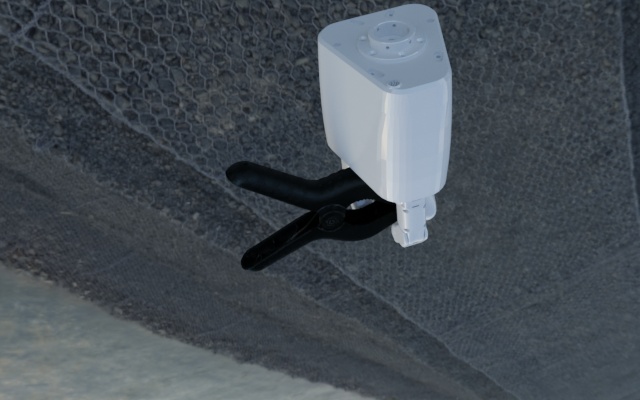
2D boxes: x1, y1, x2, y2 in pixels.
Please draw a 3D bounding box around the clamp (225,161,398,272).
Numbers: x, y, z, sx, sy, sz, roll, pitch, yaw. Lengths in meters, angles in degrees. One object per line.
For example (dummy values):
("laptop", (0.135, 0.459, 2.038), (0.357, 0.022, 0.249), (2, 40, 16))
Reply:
("clamp", (0.000, 0.002, 0.420), (0.171, 0.039, 0.120), (-16, -42, -5))
